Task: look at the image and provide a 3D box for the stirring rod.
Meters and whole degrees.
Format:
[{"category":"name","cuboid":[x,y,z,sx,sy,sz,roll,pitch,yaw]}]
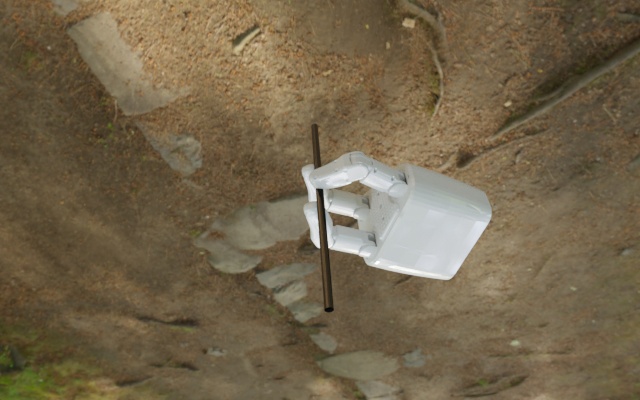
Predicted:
[{"category":"stirring rod","cuboid":[0.000,0.001,0.469,0.011,0.239,0.011,-2,-43,-2]}]
